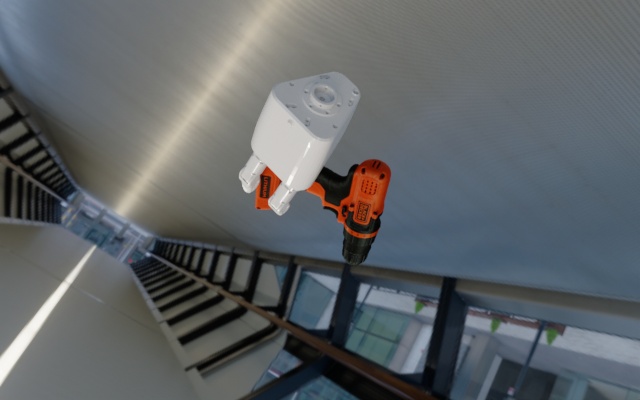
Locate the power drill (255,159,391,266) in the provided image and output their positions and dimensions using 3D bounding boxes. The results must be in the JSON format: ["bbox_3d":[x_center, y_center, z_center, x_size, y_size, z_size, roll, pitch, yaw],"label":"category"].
[{"bbox_3d":[0.000,0.002,0.701,0.187,0.185,0.057,17,37,9],"label":"power drill"}]
